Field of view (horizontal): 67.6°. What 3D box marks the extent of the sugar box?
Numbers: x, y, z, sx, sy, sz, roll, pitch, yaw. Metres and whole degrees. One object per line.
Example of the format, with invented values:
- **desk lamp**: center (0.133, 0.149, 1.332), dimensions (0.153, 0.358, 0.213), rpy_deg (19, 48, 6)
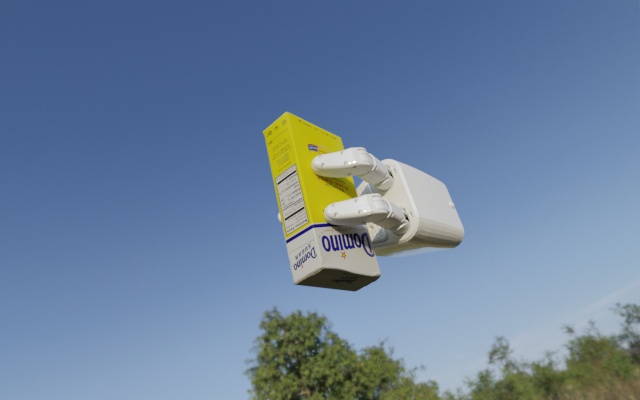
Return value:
- **sugar box**: center (0.001, 0.001, 0.492), dimensions (0.048, 0.176, 0.093), rpy_deg (-36, -33, 31)
